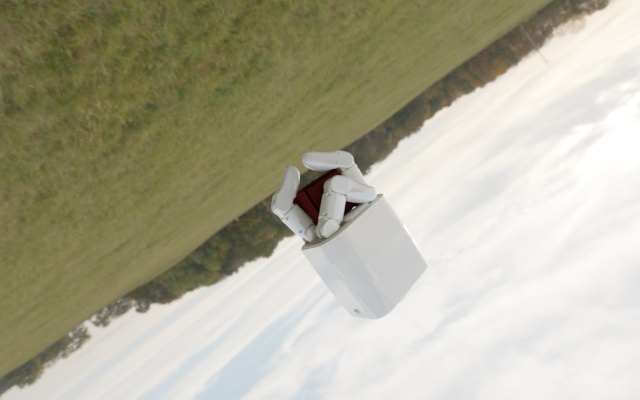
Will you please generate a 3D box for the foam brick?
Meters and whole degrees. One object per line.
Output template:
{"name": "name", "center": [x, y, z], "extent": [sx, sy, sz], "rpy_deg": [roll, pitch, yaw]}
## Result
{"name": "foam brick", "center": [0.000, 0.002, 0.580], "extent": [0.053, 0.051, 0.078], "rpy_deg": [-37, 4, -22]}
